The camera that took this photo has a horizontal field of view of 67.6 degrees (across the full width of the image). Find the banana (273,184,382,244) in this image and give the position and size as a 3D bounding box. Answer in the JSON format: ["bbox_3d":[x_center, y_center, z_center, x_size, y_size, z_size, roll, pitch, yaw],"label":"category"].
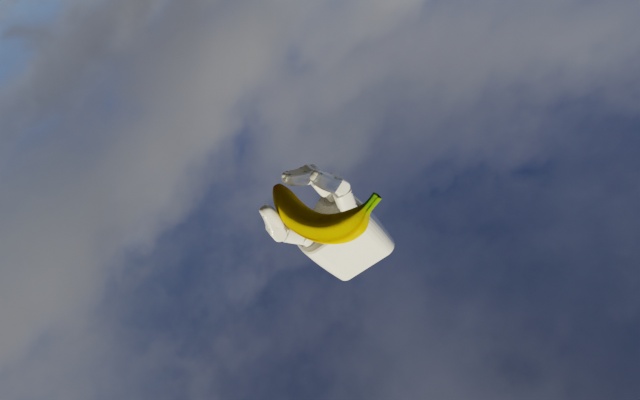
[{"bbox_3d":[-0.005,0.019,0.612,0.198,0.069,0.037,8,-23,46],"label":"banana"}]
